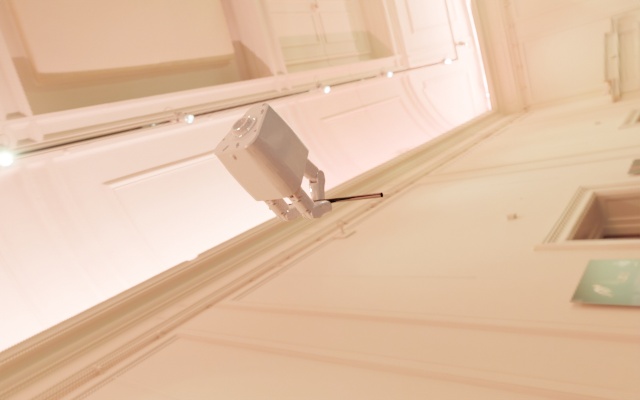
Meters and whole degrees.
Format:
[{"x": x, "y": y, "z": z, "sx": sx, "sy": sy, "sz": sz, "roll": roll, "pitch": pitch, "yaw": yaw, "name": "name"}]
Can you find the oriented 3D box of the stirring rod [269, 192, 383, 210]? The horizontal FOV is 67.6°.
[{"x": 0.000, "y": 0.002, "z": 0.787, "sx": 0.239, "sy": 0.011, "sz": 0.011, "roll": -7, "pitch": -5, "yaw": 40, "name": "stirring rod"}]
